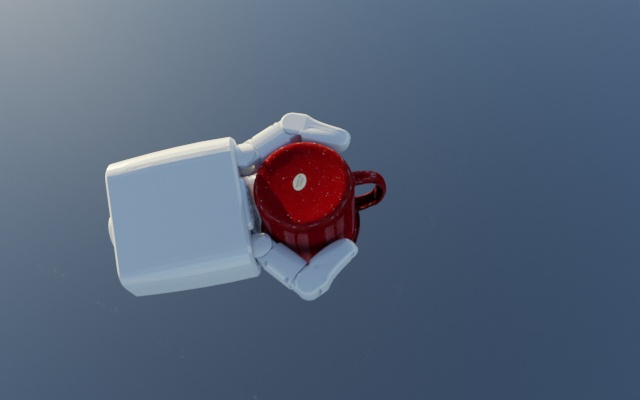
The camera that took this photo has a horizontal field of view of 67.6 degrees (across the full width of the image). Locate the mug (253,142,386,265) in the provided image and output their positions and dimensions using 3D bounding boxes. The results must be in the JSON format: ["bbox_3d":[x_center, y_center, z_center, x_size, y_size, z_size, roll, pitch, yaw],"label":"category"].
[{"bbox_3d":[0.001,0.001,0.411,0.117,0.093,0.081,-12,-26,-2],"label":"mug"}]
